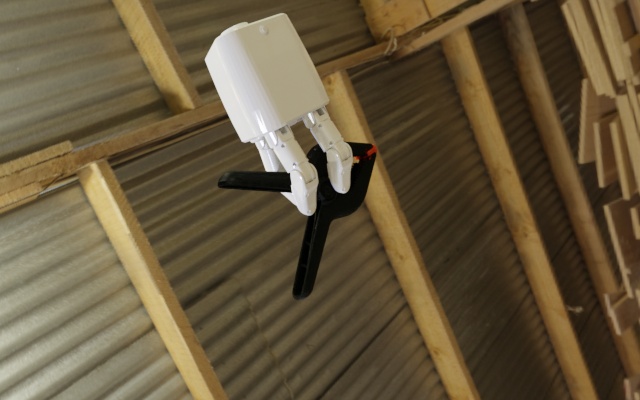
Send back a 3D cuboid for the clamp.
[{"bbox_3d":[0.000,0.001,0.564,0.210,0.164,0.036,-33,14,-33],"label":"clamp"}]
